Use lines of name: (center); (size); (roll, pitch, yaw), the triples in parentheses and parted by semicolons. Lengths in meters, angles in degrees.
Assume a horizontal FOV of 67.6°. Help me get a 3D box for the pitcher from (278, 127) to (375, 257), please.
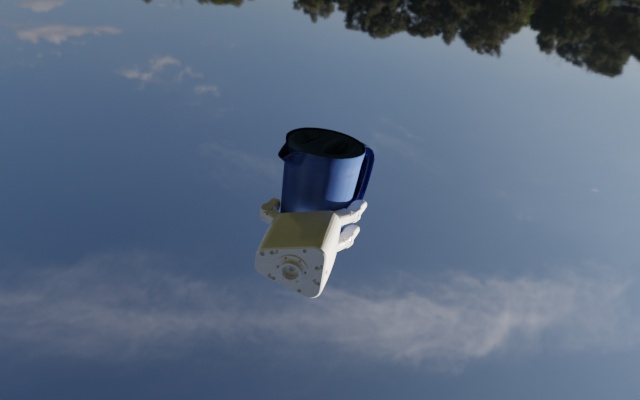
pitcher: (0.000, 0.003, 0.839); (0.149, 0.243, 0.145); (14, 28, 6)
